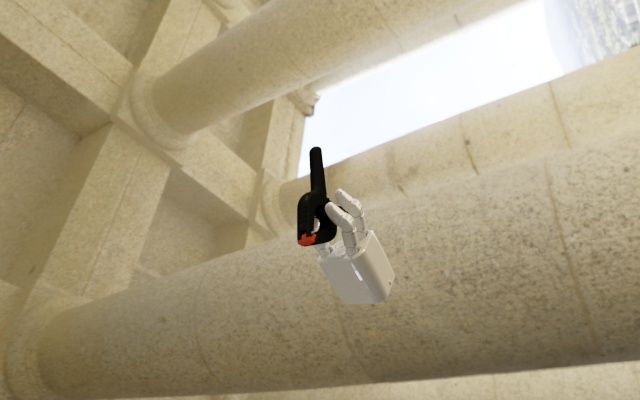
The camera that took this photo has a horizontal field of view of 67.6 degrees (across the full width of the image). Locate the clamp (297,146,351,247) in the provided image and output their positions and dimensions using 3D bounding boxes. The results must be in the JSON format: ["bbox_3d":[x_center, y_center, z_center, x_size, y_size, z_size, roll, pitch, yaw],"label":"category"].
[{"bbox_3d":[-0.001,0.004,0.852,0.036,0.164,0.210,-23,16,31],"label":"clamp"}]
